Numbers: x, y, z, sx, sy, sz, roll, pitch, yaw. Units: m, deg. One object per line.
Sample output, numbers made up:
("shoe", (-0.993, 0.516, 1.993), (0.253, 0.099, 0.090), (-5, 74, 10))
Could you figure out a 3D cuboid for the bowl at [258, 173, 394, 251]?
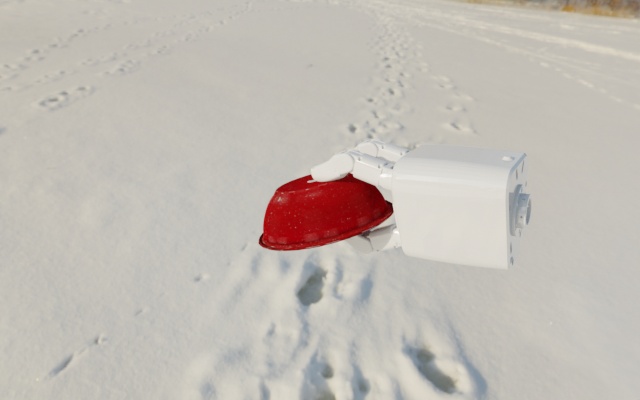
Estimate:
("bowl", (-0.001, 0.002, 0.547), (0.162, 0.055, 0.162), (-15, 12, 3))
